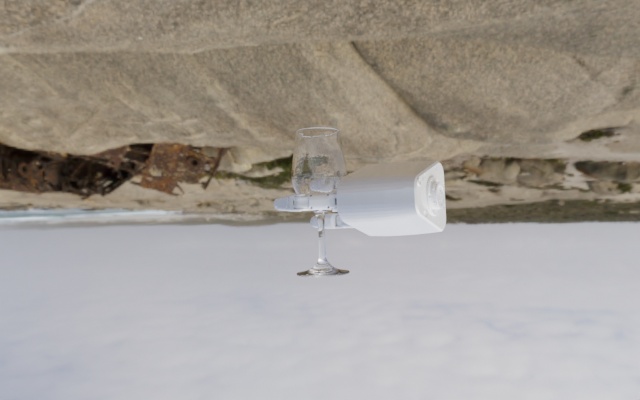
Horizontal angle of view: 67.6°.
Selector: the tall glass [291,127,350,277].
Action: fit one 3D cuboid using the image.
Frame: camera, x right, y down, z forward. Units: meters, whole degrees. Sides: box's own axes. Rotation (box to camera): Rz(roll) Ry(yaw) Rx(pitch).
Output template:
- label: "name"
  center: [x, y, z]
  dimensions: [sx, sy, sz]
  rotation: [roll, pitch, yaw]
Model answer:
- label: "tall glass"
  center: [0.000, 0.003, 0.666]
  dimensions: [0.079, 0.201, 0.079]
  rotation: [-3, -2, 0]
